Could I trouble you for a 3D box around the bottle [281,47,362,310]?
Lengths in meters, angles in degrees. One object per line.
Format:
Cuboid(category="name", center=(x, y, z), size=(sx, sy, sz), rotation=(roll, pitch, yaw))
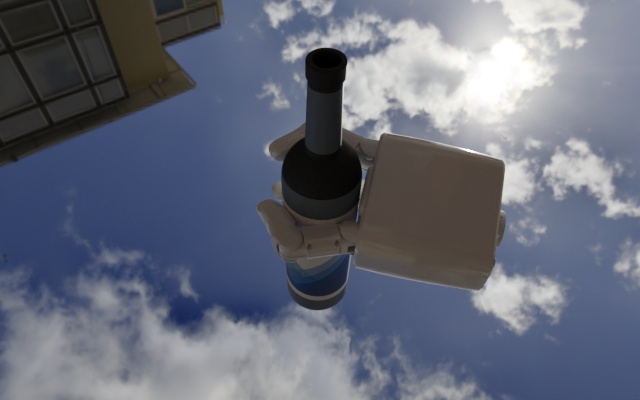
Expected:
Cuboid(category="bottle", center=(0.000, 0.002, 0.420), size=(0.069, 0.069, 0.296), rotation=(0, -38, -2))
